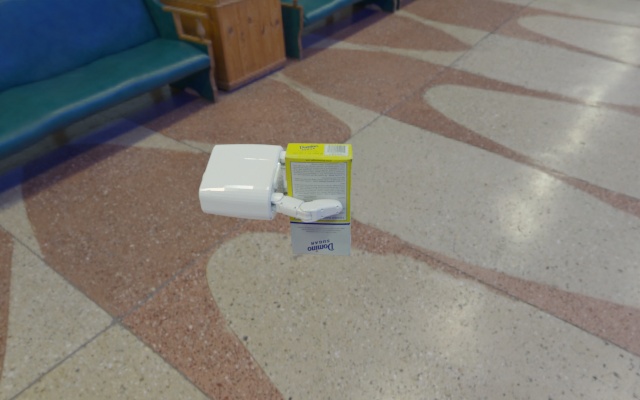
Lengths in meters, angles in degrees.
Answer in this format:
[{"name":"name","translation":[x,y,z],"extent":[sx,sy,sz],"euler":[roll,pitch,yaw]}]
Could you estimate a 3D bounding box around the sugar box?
[{"name":"sugar box","translation":[0.000,0.002,0.708],"extent":[0.093,0.176,0.048],"euler":[2,38,4]}]
